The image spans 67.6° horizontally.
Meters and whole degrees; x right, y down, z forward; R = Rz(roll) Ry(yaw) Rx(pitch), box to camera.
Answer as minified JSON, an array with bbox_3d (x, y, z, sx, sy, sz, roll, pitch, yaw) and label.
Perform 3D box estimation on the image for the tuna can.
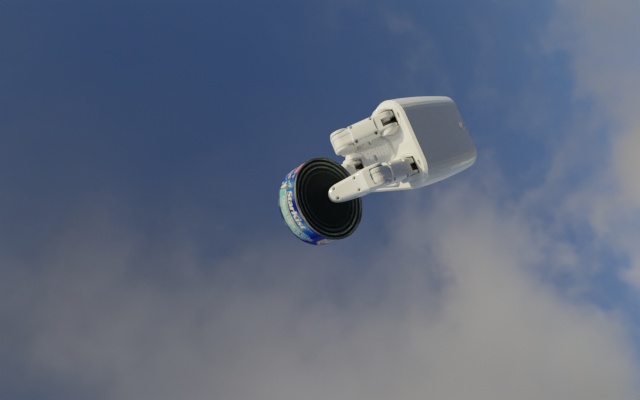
[{"bbox_3d":[0.000,0.002,0.487,0.086,0.086,0.034,0,-17,-40],"label":"tuna can"}]
